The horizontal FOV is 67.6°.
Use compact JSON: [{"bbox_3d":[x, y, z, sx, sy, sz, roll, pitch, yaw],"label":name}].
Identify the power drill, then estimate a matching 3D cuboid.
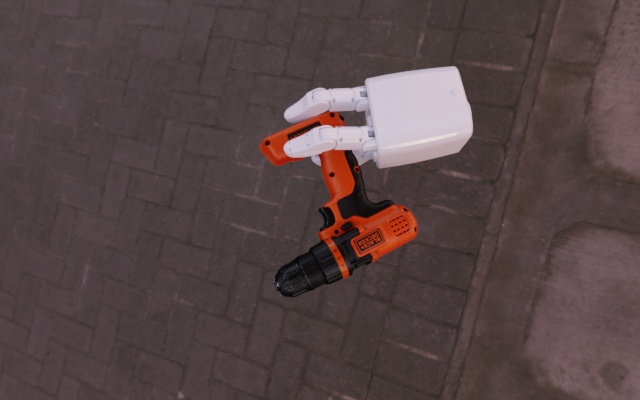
[{"bbox_3d":[0.000,0.001,0.571,0.184,0.187,0.057,-26,-3,-11],"label":"power drill"}]
